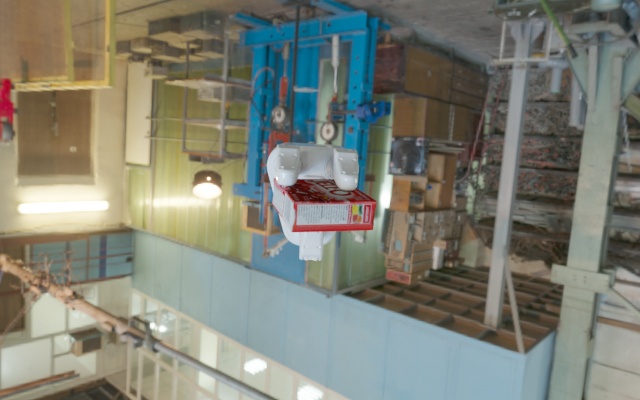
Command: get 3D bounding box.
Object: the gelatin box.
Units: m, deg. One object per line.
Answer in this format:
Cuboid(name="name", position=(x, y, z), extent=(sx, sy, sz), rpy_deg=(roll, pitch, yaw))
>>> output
Cuboid(name="gelatin box", position=(0.000, 0.002, 0.434), extent=(0.073, 0.030, 0.089), rpy_deg=(0, 15, -17))
